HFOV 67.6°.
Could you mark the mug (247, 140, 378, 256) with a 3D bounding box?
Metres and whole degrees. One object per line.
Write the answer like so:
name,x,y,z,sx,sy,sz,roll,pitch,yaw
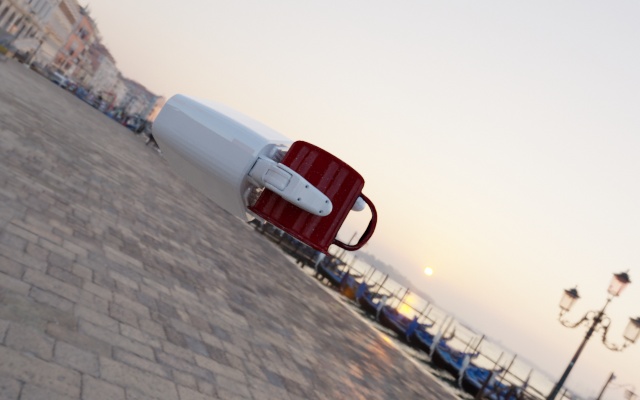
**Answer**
mug,0.001,0.002,0.457,0.117,0.081,0.093,30,-4,9
